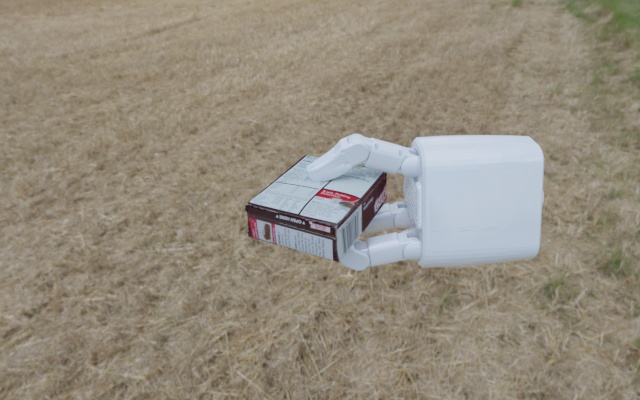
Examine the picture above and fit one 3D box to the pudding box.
[{"bbox_3d":[0.000,0.001,0.433,0.090,0.039,0.113,12,31,24],"label":"pudding box"}]
